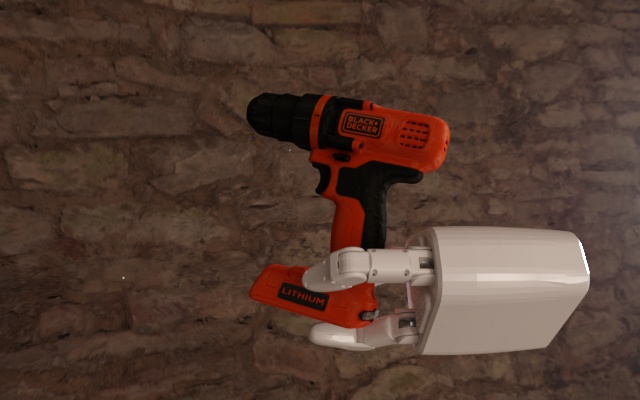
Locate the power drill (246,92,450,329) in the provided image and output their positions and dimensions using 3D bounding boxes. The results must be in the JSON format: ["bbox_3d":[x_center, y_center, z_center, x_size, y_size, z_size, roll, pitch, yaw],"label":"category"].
[{"bbox_3d":[0.000,0.002,0.409,0.184,0.187,0.057,13,-3,22],"label":"power drill"}]
